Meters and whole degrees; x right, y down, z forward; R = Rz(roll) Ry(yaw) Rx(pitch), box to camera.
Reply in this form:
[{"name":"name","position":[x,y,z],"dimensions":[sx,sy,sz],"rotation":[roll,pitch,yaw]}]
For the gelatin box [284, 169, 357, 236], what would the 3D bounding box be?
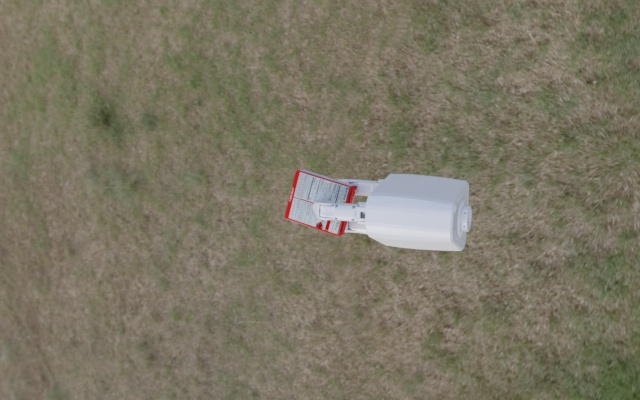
[{"name":"gelatin box","position":[0.000,0.002,0.675],"dimensions":[0.089,0.073,0.030],"rotation":[18,11,18]}]
